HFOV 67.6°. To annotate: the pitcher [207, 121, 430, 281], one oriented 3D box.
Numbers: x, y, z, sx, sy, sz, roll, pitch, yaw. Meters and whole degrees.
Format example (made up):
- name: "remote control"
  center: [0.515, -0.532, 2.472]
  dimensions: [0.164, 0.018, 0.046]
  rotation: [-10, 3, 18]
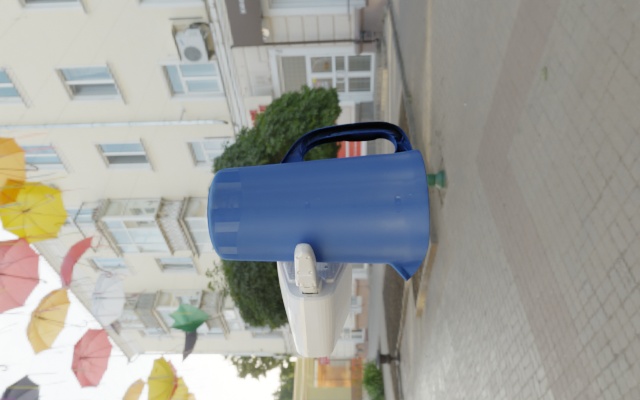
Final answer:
- name: "pitcher"
  center: [0.000, 0.002, 0.558]
  dimensions: [0.243, 0.145, 0.149]
  rotation: [-2, 32, 3]
